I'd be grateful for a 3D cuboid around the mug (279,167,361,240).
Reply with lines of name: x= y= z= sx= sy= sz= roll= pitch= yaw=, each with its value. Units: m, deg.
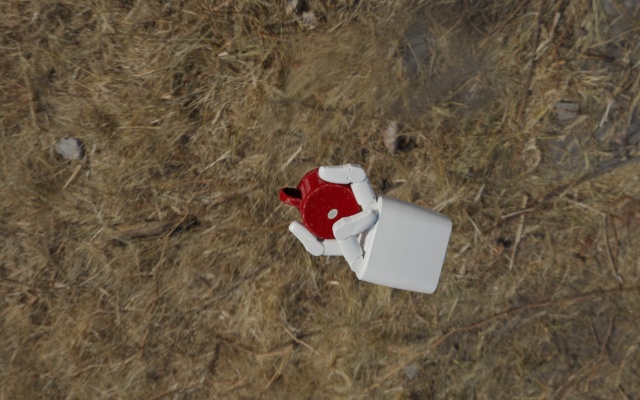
mug: x=-0.001 y=0.002 z=0.671 sx=0.117 sy=0.093 sz=0.081 roll=14 pitch=14 yaw=-8
